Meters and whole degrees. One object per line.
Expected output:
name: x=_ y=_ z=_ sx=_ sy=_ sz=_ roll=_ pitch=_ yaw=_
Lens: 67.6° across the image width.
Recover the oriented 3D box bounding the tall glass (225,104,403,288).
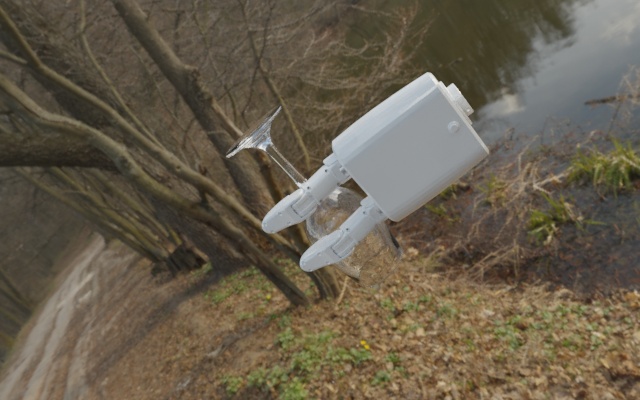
tall glass: x=0.000 y=0.001 z=0.490 sx=0.079 sy=0.201 sz=0.079 roll=-38 pitch=18 yaw=15
